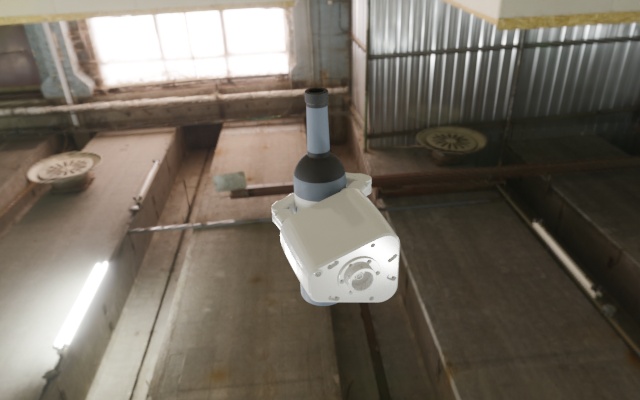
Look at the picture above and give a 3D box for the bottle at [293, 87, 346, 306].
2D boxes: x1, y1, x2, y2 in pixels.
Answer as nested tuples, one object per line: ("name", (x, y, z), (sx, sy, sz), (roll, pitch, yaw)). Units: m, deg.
("bottle", (0.000, 0.002, 0.621), (0.069, 0.296, 0.069), (-2, 29, 1))
